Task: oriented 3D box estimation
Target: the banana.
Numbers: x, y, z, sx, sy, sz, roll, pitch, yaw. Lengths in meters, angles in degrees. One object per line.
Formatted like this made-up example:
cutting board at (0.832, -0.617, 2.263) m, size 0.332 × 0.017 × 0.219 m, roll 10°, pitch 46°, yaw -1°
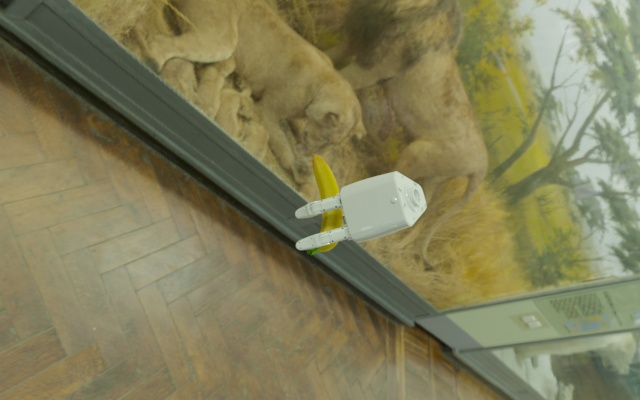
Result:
banana at (0.012, 0.012, 0.887) m, size 0.037 × 0.197 × 0.070 m, roll -18°, pitch -31°, yaw 36°
